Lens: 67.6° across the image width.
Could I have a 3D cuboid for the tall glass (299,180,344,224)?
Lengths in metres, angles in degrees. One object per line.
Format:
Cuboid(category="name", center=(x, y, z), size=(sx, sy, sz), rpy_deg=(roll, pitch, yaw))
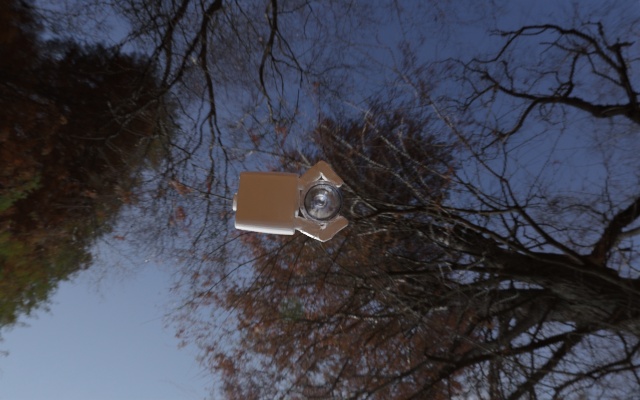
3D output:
Cuboid(category="tall glass", center=(0.000, 0.003, 0.878), size=(0.079, 0.079, 0.201), rpy_deg=(0, 0, -2))
